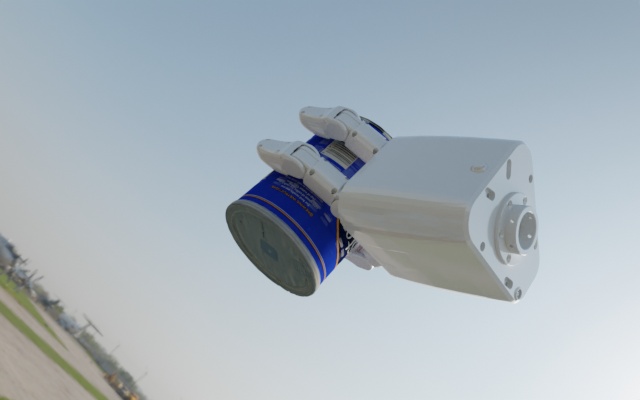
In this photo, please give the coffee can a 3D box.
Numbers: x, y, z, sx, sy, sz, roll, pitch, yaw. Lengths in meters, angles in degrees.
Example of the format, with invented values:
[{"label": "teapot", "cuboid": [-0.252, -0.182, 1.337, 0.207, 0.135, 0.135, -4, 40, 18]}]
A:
[{"label": "coffee can", "cuboid": [0.000, 0.002, 0.434, 0.140, 0.103, 0.103, -44, 25, -29]}]
